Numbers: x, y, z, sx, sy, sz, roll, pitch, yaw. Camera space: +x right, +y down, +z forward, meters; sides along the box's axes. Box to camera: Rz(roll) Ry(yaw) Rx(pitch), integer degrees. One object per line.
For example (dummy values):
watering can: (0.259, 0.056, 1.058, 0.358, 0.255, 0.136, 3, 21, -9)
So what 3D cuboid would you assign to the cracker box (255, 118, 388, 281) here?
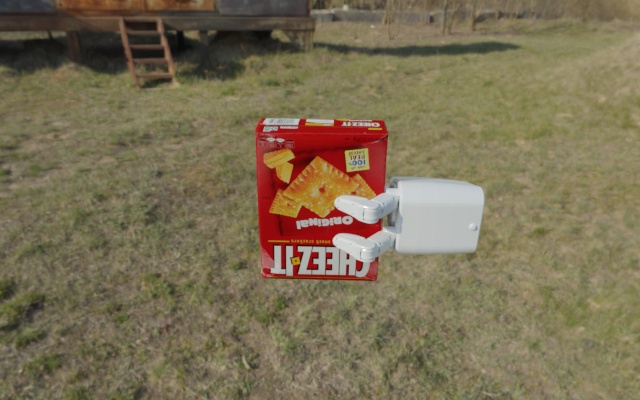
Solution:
cracker box: (0.000, 0.002, 0.637, 0.164, 0.214, 0.072, 2, 25, 1)
